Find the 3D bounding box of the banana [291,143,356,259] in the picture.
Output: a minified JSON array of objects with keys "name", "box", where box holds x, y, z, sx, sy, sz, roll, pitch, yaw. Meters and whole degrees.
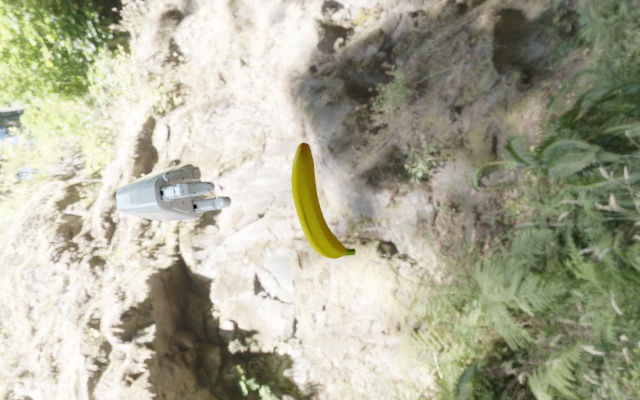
[{"name":"banana","box":[-0.008,0.014,0.717,0.037,0.198,0.069,-9,21,37]}]
